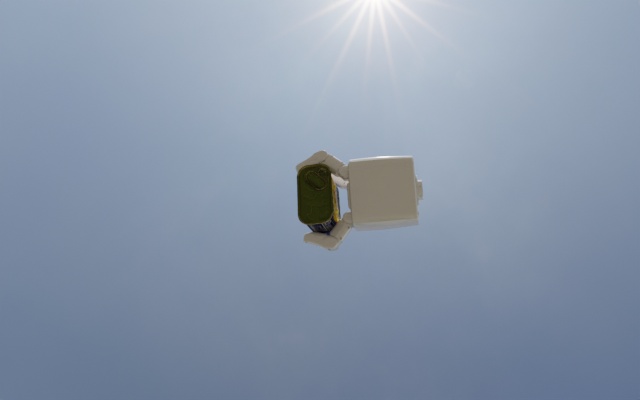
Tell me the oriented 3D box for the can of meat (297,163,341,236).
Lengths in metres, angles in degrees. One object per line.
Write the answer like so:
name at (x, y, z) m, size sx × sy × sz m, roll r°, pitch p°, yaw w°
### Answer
can of meat at (0.000, 0.003, 0.791) m, size 0.057 × 0.102 × 0.084 m, roll -7°, pitch -21°, yaw 12°
